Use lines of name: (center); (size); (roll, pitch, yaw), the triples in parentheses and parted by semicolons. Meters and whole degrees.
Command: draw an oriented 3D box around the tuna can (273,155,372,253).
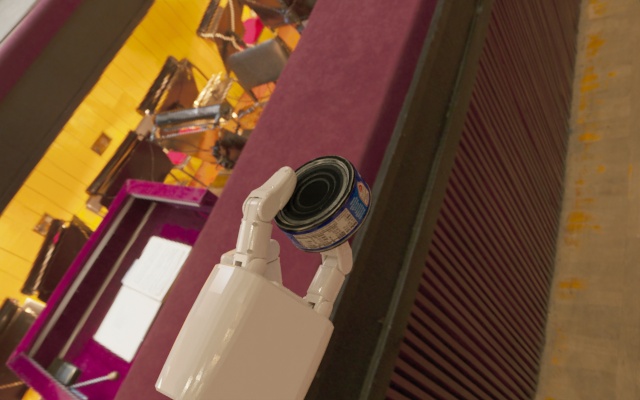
tuna can: (0.000, 0.001, 0.420); (0.086, 0.086, 0.034); (0, -37, 39)
